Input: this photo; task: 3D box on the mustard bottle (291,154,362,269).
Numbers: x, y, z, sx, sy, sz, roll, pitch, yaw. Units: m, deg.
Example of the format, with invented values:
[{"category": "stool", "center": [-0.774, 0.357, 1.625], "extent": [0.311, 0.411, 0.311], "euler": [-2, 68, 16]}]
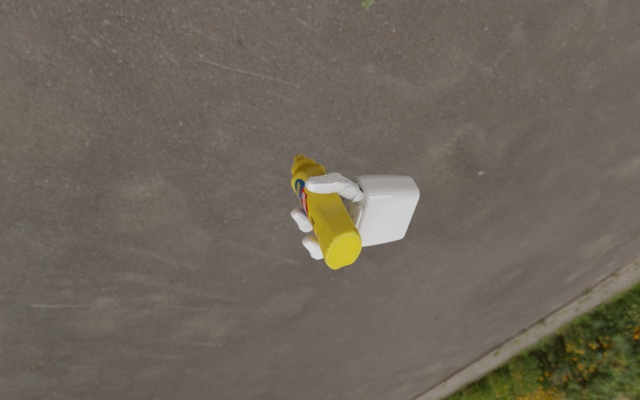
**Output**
[{"category": "mustard bottle", "center": [0.000, 0.003, 0.726], "extent": [0.058, 0.191, 0.096], "euler": [-19, -33, -10]}]
